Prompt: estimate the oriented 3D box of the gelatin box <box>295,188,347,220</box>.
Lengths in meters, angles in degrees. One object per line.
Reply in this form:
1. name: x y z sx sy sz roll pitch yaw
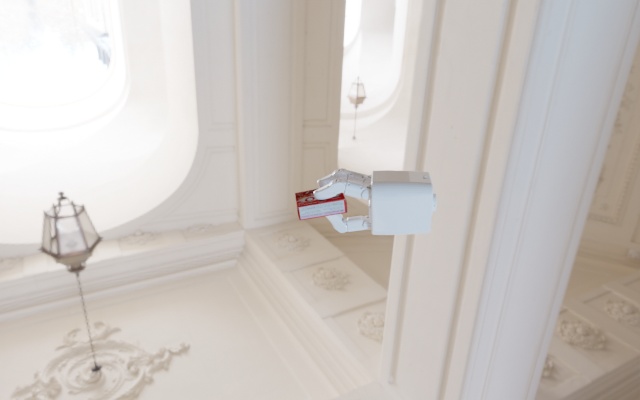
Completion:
1. gelatin box: 0.000 0.003 0.871 0.089 0.030 0.073 -10 22 -2
